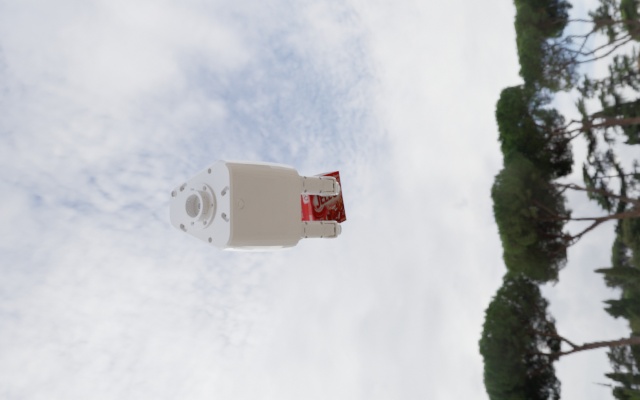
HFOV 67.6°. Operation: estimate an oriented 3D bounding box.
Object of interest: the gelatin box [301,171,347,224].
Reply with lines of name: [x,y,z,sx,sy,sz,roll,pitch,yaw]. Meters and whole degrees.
gelatin box: [0.000,0.002,0.648,0.030,0.073,0.089,-5,8,31]
